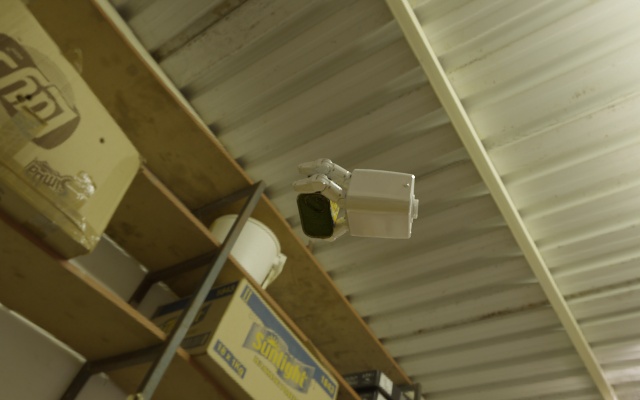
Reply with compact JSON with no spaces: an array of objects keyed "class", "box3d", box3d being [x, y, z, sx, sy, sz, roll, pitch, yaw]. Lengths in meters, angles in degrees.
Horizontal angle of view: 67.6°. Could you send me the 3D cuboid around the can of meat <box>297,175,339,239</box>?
[{"class":"can of meat","box3d":[0.000,0.003,0.856,0.057,0.102,0.084,2,38,15]}]
